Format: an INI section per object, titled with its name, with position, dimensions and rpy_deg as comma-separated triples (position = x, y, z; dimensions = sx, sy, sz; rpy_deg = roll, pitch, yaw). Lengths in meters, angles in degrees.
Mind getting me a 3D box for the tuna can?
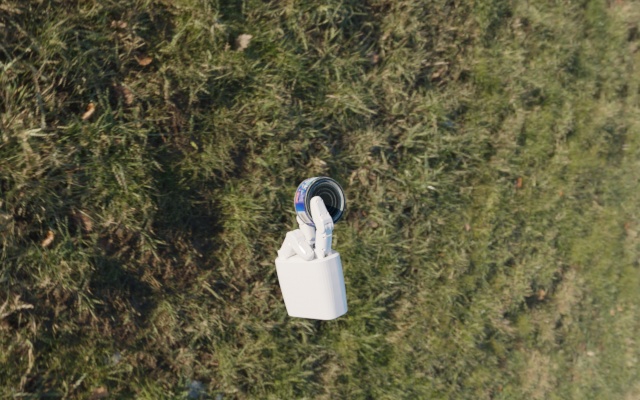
[tuna can]
position = 0.000, 0.003, 0.808
dimensions = 0.086, 0.086, 0.034
rpy_deg = 0, -2, -34
